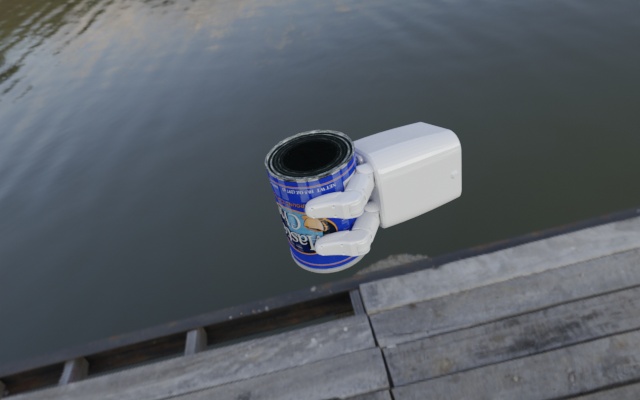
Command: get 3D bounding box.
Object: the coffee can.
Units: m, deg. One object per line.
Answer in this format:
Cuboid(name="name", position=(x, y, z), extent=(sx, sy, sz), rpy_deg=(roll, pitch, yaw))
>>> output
Cuboid(name="coffee can", position=(0.000, 0.002, 0.572), extent=(0.103, 0.140, 0.102), rpy_deg=(-8, 37, 6))
